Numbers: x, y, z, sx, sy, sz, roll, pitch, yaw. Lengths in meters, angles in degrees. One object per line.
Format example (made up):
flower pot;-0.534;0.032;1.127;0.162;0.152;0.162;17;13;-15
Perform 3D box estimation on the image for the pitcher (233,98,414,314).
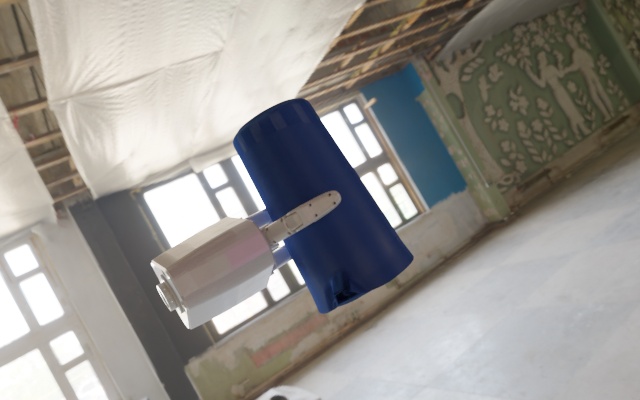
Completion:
pitcher;0.000;0.002;0.593;0.145;0.243;0.149;-30;-1;-24
